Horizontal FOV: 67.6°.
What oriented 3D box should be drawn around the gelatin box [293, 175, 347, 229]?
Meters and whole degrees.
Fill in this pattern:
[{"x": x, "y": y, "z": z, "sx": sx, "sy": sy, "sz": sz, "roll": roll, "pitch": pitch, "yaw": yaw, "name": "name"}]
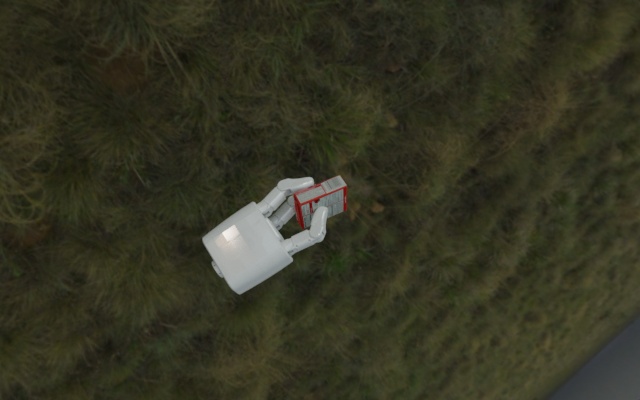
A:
[{"x": 0.001, "y": 0.003, "z": 0.806, "sx": 0.089, "sy": 0.030, "sz": 0.073, "roll": -22, "pitch": -33, "yaw": -12, "name": "gelatin box"}]
